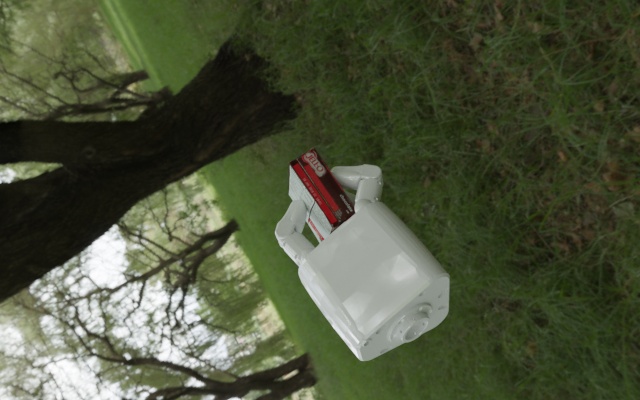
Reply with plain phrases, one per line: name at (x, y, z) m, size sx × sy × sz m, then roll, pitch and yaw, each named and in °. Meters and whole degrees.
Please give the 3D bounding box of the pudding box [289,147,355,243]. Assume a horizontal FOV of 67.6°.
pudding box at (0.000, 0.002, 0.557) m, size 0.039 × 0.090 × 0.113 m, roll -30°, pitch -13°, yaw -14°
